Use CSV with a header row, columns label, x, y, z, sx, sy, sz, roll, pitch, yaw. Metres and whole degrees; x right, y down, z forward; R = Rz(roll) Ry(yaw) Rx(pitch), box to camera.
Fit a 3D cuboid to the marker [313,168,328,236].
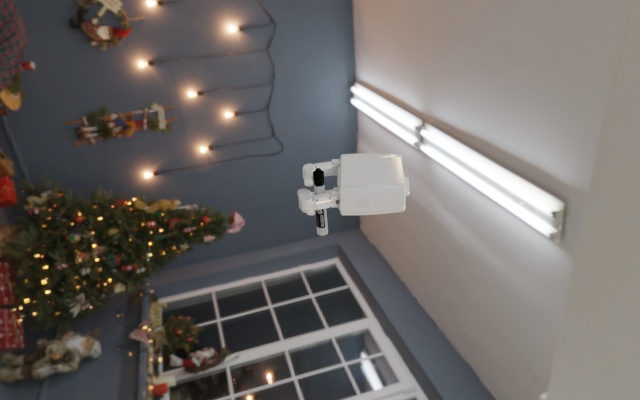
label,x,y,z,sx,sy,sz,roll,pitch,yaw
marker,0.000,0.003,0.796,0.020,0.121,0.020,-3,27,2
